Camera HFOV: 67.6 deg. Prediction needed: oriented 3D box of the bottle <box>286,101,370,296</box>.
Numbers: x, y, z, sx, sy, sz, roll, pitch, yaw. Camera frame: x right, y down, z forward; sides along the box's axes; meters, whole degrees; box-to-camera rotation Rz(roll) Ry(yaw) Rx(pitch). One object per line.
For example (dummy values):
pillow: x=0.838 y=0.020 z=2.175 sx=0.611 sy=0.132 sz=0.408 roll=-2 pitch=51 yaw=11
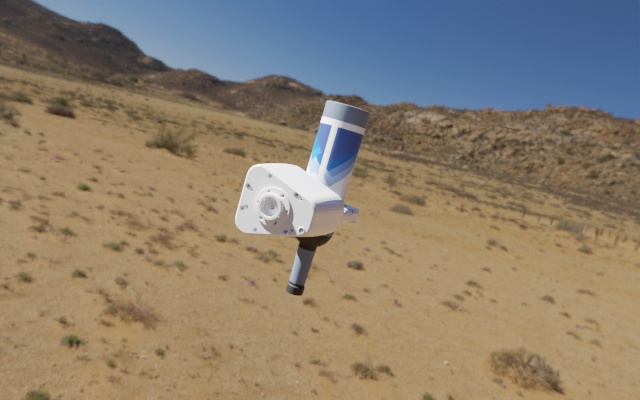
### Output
bottle: x=0.000 y=0.002 z=0.722 sx=0.069 sy=0.296 sz=0.069 roll=16 pitch=7 yaw=-2
